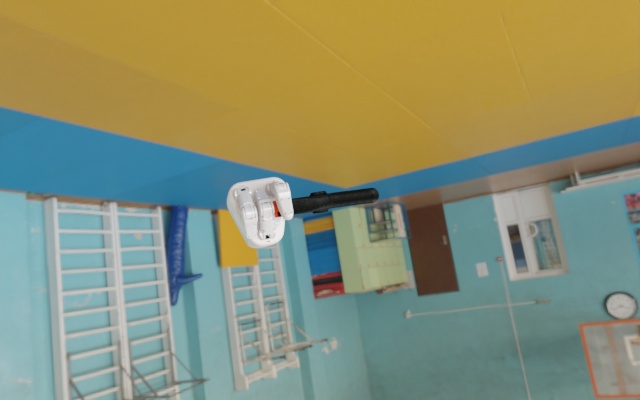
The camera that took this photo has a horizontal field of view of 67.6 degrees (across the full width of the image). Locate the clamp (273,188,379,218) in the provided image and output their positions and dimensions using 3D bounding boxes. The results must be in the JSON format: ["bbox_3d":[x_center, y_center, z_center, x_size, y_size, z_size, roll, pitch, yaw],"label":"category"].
[{"bbox_3d":[0.000,0.003,0.806,0.171,0.039,0.120,-6,-5,-16],"label":"clamp"}]
